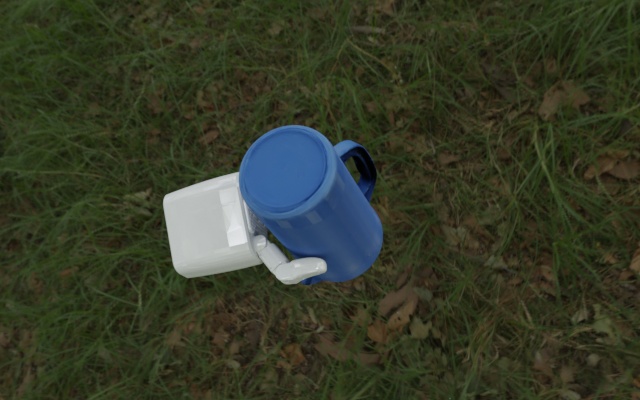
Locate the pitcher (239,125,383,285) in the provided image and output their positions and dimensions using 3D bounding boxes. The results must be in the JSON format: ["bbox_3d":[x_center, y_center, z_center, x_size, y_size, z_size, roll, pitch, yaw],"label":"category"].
[{"bbox_3d":[0.000,0.002,0.593,0.145,0.149,0.243,-14,-25,10],"label":"pitcher"}]
